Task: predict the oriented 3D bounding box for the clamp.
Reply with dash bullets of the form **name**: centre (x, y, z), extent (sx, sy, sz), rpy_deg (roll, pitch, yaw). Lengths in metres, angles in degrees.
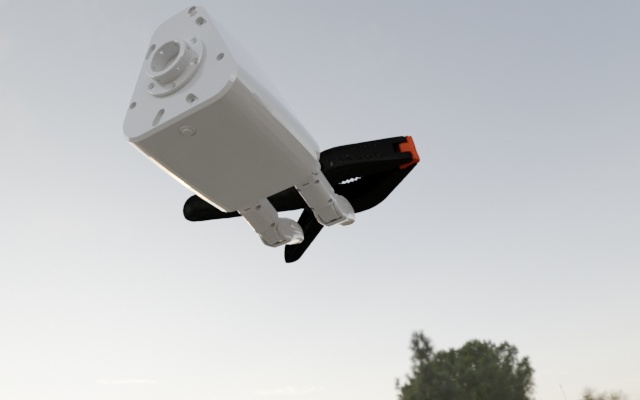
- **clamp**: centre (0.000, 0.001, 0.463), extent (0.210, 0.036, 0.165), rpy_deg (-23, -32, 18)
